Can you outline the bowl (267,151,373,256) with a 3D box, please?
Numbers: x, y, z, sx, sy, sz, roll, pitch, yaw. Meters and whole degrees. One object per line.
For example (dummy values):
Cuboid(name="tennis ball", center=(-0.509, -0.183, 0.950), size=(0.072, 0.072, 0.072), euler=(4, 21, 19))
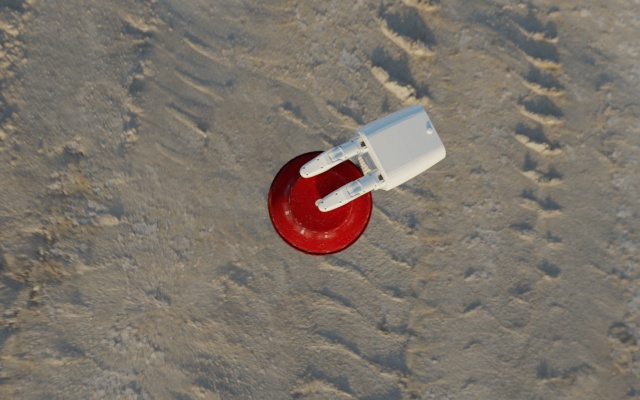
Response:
Cuboid(name="bowl", center=(-0.001, 0.003, 0.705), size=(0.162, 0.162, 0.055), euler=(0, -3, -1))
